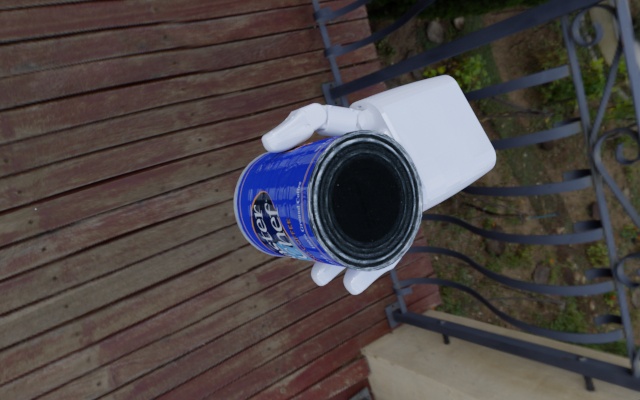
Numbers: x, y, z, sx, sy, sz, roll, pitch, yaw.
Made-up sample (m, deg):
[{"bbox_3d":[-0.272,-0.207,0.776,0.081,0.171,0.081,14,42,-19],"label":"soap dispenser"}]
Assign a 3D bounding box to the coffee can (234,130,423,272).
[{"bbox_3d":[0.000,0.001,0.402,0.103,0.103,0.140,0,-1,-31],"label":"coffee can"}]
